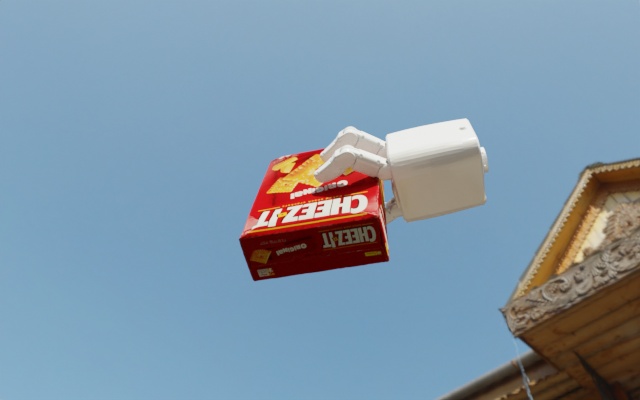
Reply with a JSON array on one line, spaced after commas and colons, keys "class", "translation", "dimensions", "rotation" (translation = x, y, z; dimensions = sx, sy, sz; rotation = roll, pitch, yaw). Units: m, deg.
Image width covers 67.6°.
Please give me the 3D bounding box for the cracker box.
[{"class": "cracker box", "translation": [0.000, 0.002, 0.623], "dimensions": [0.164, 0.072, 0.213], "rotation": [-10, 28, 11]}]
